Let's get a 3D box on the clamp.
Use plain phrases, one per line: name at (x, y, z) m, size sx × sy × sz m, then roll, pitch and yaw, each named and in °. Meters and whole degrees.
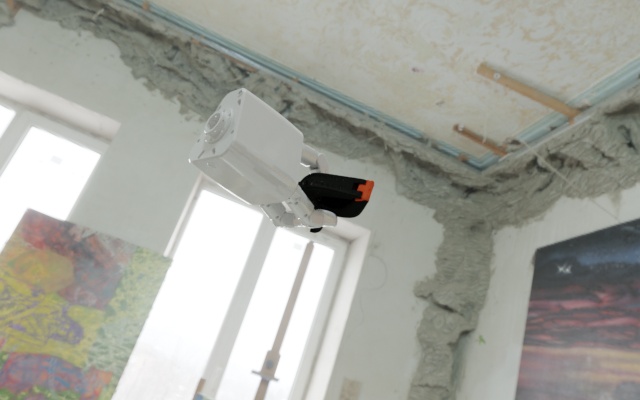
clamp at (0.001, 0.001, 0.675) m, size 0.210 × 0.036 × 0.165 m, roll -4°, pitch -31°, yaw 44°
